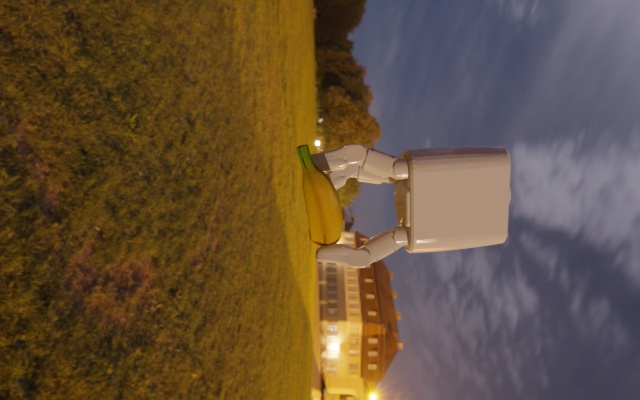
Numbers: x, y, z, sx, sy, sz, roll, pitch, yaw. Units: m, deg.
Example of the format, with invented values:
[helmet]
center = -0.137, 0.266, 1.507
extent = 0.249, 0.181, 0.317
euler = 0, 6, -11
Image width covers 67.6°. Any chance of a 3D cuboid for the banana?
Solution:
[banana]
center = 0.003, 0.017, 0.529
extent = 0.037, 0.069, 0.198
euler = -9, -27, -2
